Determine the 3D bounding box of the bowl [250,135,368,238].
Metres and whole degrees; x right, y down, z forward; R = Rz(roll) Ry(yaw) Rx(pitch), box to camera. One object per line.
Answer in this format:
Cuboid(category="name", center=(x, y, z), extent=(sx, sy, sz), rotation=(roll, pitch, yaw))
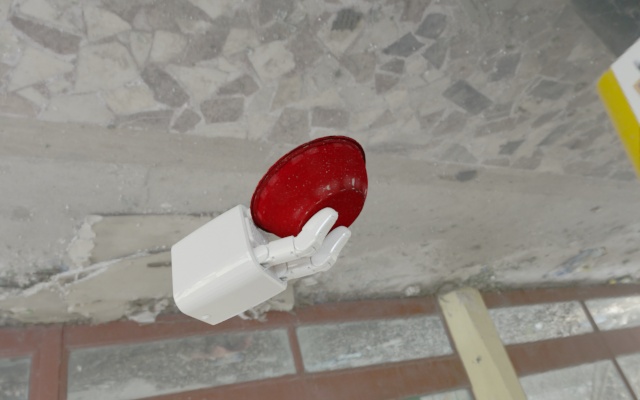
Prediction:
Cuboid(category="bowl", center=(0.001, 0.001, 0.571), extent=(0.162, 0.162, 0.055), rotation=(0, 43, -43))
